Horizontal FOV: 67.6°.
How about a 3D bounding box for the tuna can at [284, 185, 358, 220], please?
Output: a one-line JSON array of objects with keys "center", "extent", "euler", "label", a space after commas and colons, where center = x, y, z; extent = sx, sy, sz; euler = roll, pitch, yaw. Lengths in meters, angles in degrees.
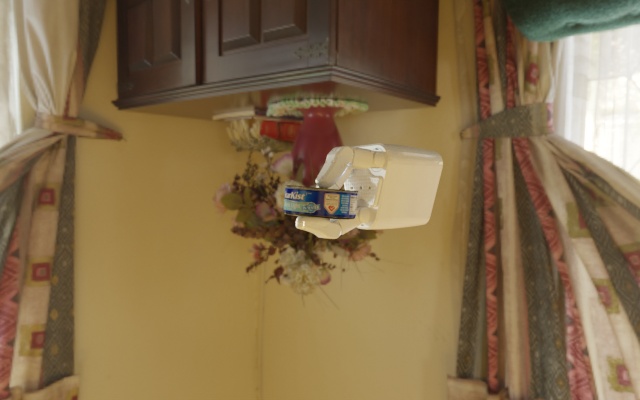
[{"center": [0.000, 0.002, 0.555], "extent": [0.086, 0.034, 0.086], "euler": [5, 1, 0], "label": "tuna can"}]
